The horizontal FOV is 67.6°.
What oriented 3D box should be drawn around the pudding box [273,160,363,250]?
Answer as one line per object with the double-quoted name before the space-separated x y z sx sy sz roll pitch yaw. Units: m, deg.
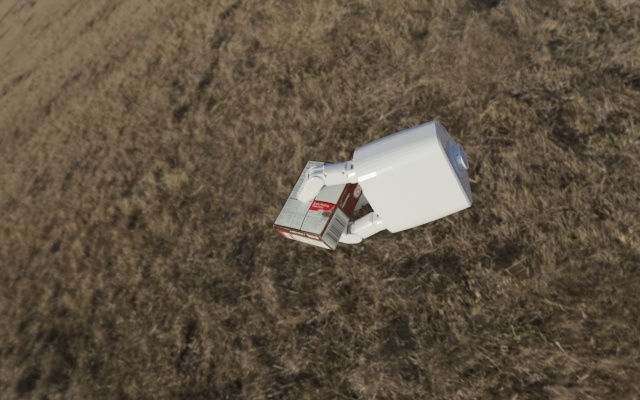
"pudding box" 0.000 0.002 0.637 0.090 0.113 0.039 10 -27 42
